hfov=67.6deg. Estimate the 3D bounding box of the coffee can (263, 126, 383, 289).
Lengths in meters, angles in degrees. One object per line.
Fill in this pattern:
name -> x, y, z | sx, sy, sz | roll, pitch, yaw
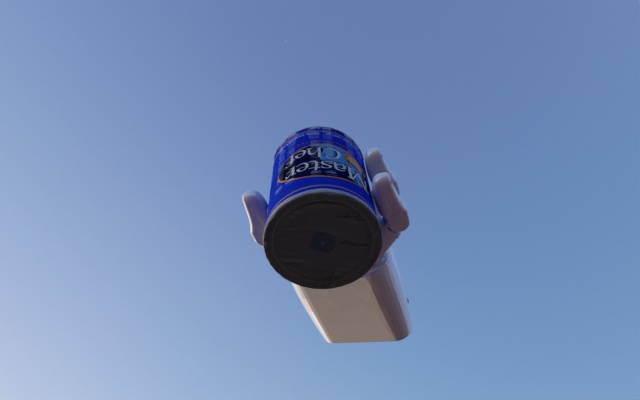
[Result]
coffee can -> 0.000, 0.001, 0.466 | 0.103, 0.103, 0.140 | 0, 31, -2
